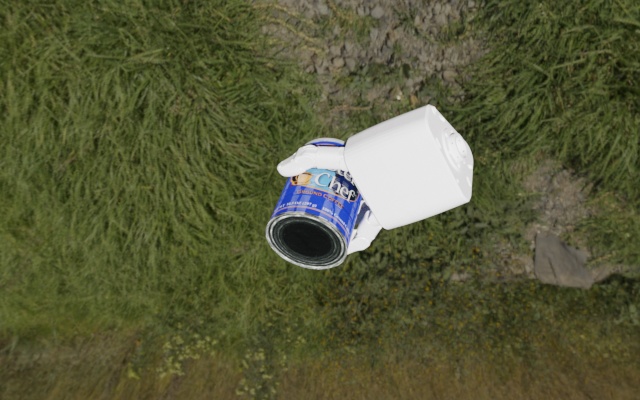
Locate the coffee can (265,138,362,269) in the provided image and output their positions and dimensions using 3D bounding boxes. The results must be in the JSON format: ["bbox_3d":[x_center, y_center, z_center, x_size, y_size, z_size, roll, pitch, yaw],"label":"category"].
[{"bbox_3d":[0.000,0.002,0.615,0.103,0.103,0.140,0,44,21],"label":"coffee can"}]
